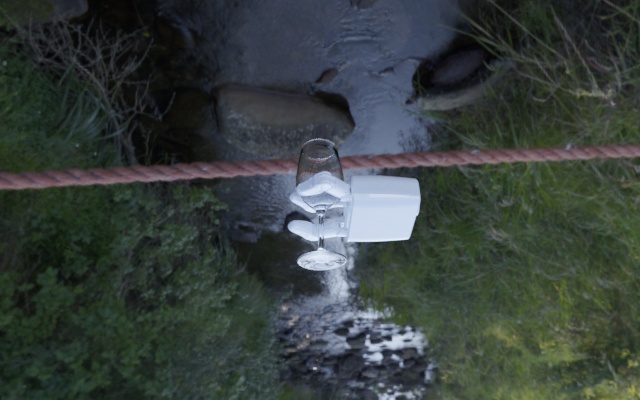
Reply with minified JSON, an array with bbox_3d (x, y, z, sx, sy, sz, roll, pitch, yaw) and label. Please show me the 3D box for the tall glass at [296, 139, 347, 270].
[{"bbox_3d":[0.000,0.003,0.752,0.079,0.201,0.079,-1,-28,-1],"label":"tall glass"}]
